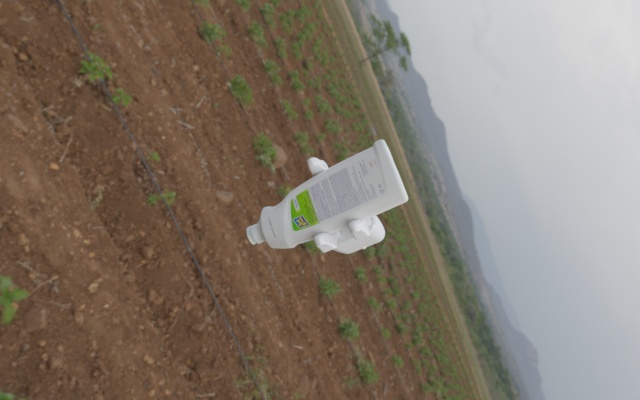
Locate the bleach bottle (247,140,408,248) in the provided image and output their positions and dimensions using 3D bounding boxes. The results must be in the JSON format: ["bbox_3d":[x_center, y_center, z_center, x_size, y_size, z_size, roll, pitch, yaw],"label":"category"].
[{"bbox_3d":[0.000,0.002,0.735,0.251,0.102,0.068,-22,-20,12],"label":"bleach bottle"}]
